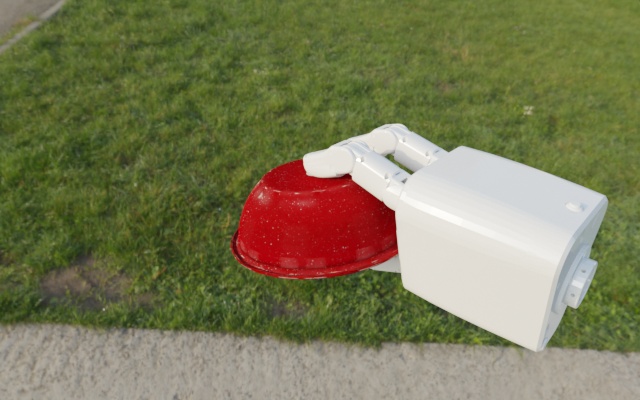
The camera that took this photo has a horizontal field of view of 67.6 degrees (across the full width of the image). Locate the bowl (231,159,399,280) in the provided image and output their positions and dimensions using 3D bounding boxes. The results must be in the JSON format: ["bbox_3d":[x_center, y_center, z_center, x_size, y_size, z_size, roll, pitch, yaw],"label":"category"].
[{"bbox_3d":[-0.001,0.001,0.404,0.162,0.055,0.162,-7,22,3],"label":"bowl"}]
